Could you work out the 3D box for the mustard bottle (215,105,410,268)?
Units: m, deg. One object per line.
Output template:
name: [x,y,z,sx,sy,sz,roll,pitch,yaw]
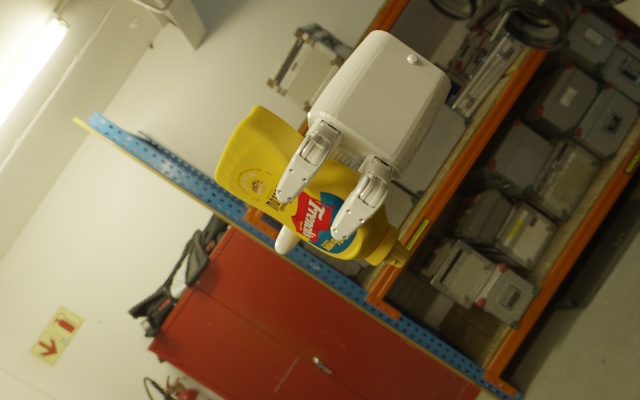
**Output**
mustard bottle: [0.000,0.002,0.438,0.191,0.058,0.096,34,-41,-4]
